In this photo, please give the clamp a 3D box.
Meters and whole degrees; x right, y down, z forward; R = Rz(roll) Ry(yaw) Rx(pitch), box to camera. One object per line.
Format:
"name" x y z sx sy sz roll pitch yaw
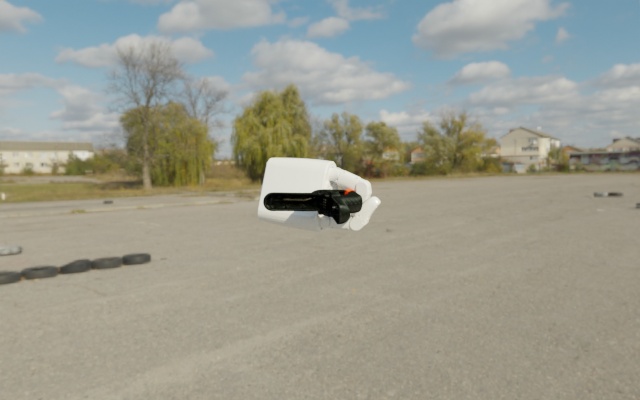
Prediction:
"clamp" 0.000 0.002 0.669 0.120 0.039 0.171 15 8 16
